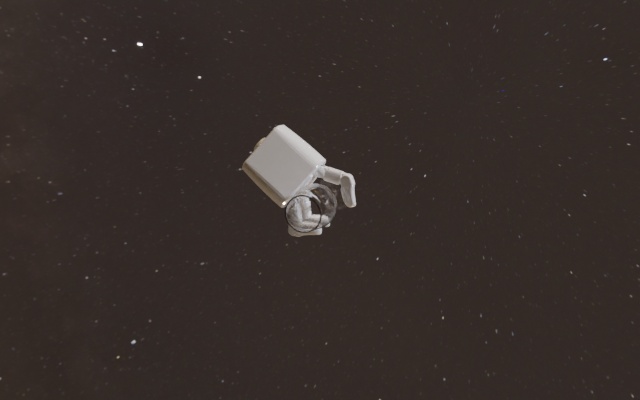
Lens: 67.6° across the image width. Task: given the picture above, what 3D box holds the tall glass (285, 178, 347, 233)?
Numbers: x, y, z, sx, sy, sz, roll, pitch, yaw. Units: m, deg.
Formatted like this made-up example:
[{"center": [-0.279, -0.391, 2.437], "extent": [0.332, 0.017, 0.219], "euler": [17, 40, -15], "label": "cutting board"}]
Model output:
[{"center": [0.000, 0.003, 0.852], "extent": [0.079, 0.079, 0.201], "euler": [0, 11, 17], "label": "tall glass"}]
